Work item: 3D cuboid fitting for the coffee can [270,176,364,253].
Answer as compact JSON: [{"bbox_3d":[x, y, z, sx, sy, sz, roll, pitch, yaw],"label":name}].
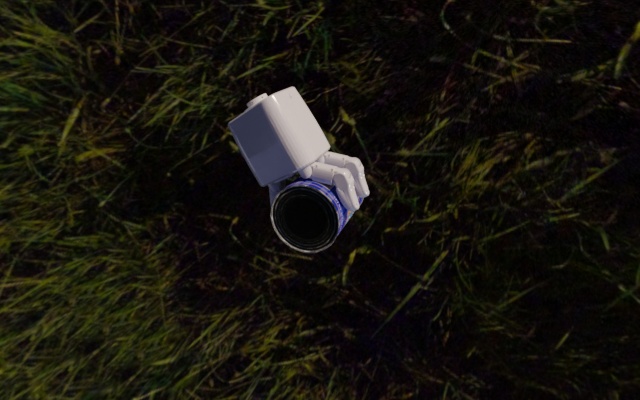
[{"bbox_3d":[0.000,0.002,0.717,0.103,0.103,0.140,0,21,20],"label":"coffee can"}]
